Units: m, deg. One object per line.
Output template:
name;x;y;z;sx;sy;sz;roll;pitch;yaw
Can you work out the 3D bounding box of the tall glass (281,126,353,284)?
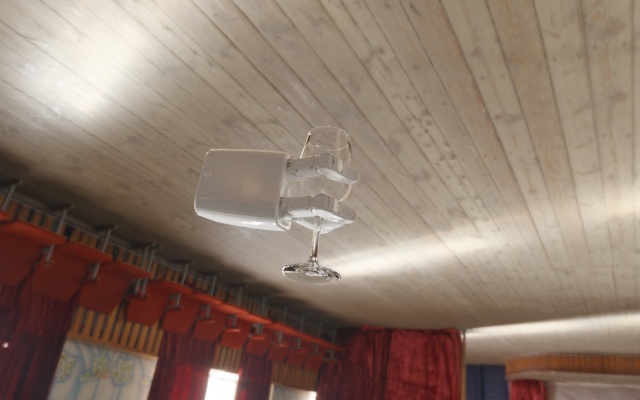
tall glass;0.000;0.003;0.628;0.079;0.201;0.079;7;-25;3
